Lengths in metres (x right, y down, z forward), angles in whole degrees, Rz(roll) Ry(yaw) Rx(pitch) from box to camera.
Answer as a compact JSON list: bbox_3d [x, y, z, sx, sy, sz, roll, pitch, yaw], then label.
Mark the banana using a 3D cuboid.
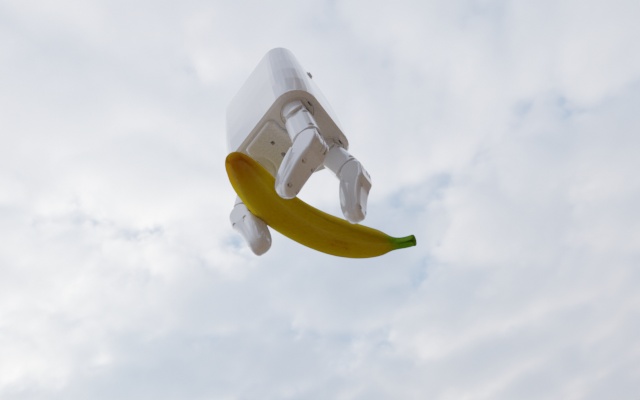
[{"bbox_3d":[-0.008,0.014,0.436,0.198,0.037,0.070,23,-50,-26],"label":"banana"}]
